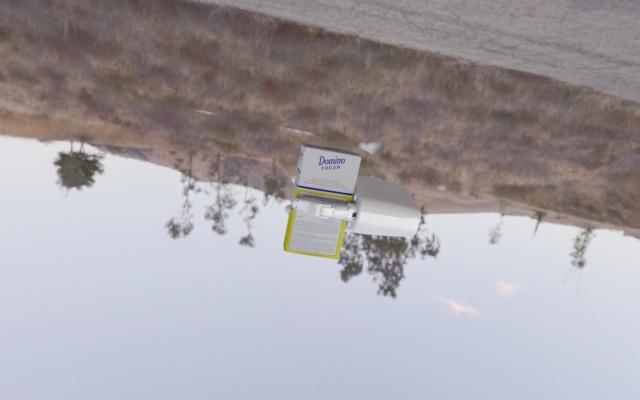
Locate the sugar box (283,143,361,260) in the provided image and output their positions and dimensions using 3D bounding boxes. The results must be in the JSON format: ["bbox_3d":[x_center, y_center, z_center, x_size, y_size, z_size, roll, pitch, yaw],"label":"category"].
[{"bbox_3d":[0.000,0.003,0.770,0.093,0.176,0.048,9,12,-12],"label":"sugar box"}]
